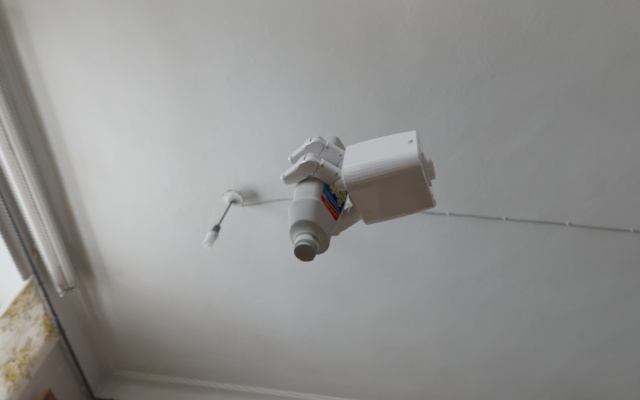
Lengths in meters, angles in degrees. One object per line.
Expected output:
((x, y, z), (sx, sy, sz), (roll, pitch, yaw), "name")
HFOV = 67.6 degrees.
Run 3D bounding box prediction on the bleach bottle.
((0.000, 0.002, 0.691), (0.068, 0.103, 0.250), (-14, 30, 17), "bleach bottle")
